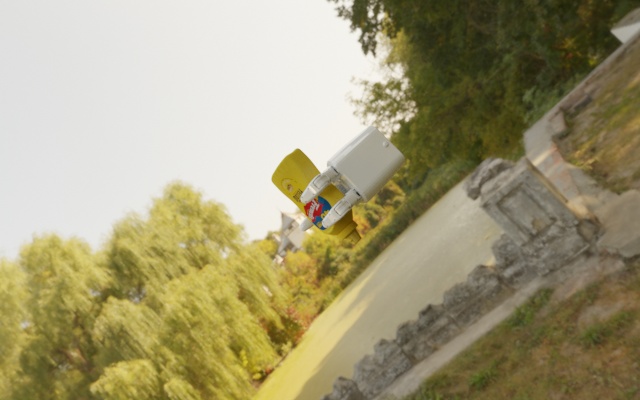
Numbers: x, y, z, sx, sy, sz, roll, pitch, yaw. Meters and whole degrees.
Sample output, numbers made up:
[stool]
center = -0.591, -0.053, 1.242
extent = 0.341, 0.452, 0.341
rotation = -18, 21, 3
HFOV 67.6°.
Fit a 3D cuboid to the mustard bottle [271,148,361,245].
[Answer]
[mustard bottle]
center = 0.000, 0.003, 0.843
extent = 0.058, 0.191, 0.096
rotation = -41, -5, -38
